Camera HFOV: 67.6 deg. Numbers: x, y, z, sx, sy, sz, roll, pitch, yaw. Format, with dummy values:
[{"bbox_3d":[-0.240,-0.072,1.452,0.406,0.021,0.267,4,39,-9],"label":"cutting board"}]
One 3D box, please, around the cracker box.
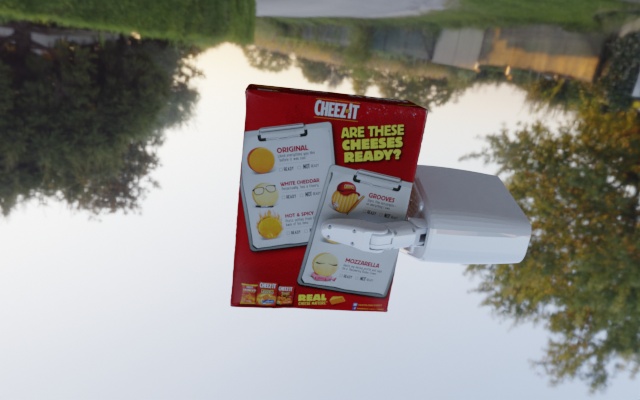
[{"bbox_3d":[0.000,0.002,0.476,0.164,0.214,0.072,4,19,-10],"label":"cracker box"}]
